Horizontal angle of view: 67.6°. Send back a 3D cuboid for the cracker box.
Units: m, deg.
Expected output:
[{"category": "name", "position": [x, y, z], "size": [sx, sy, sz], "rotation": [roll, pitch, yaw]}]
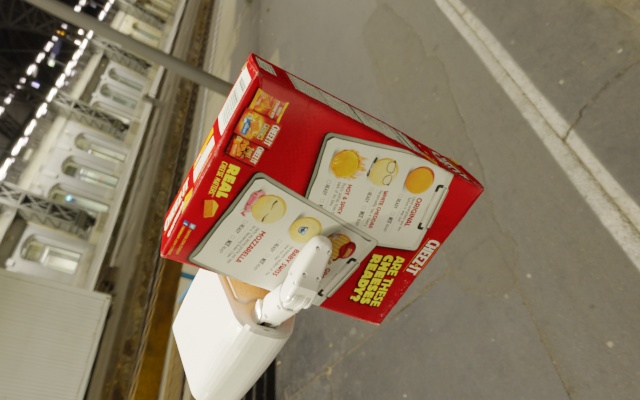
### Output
[{"category": "cracker box", "position": [0.000, 0.001, 0.404], "size": [0.214, 0.164, 0.072], "rotation": [22, 23, -25]}]
